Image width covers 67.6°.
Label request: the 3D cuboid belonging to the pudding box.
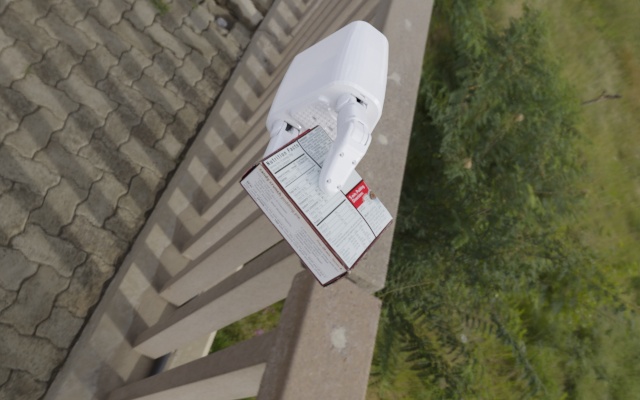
[{"bbox_3d":[0.000,0.001,0.400,0.039,0.113,0.090,-39,1,43],"label":"pudding box"}]
